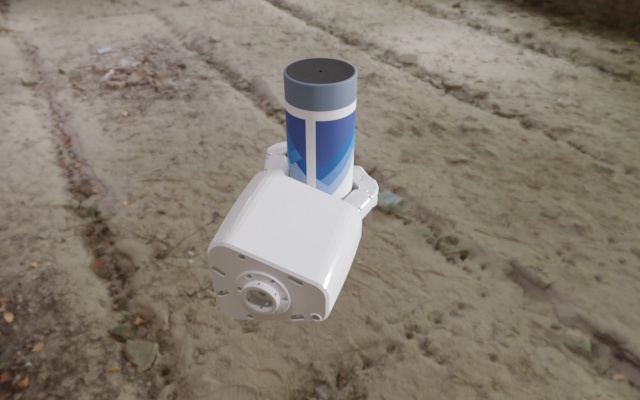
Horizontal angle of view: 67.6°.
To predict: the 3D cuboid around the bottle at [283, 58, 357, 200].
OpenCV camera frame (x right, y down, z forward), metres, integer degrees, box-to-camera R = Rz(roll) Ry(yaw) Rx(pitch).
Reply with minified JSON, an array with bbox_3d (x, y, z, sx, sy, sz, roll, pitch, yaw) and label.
[{"bbox_3d":[0.000,0.001,0.515,0.069,0.296,0.069,0,37,0],"label":"bottle"}]
